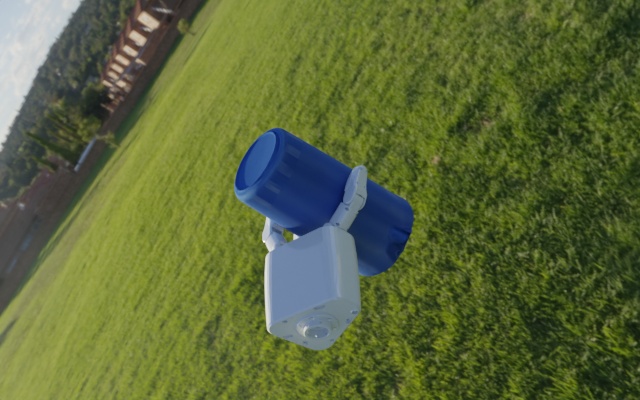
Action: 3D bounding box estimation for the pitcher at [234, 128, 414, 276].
[{"bbox_3d":[0.000,0.002,0.679,0.243,0.145,0.149,31,-54,-30],"label":"pitcher"}]
